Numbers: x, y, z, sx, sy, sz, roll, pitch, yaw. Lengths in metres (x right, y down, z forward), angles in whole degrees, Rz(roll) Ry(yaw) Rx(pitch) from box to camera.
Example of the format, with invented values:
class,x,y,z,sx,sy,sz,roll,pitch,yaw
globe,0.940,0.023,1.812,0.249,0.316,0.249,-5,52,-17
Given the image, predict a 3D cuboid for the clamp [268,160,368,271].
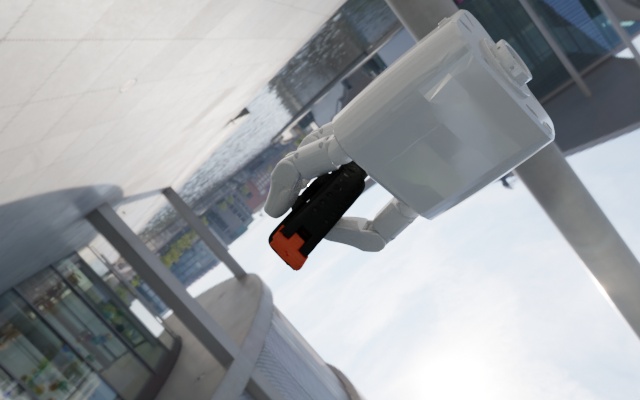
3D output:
class,x,y,z,sx,sy,sz,roll,pitch,yaw
clamp,0.001,0.002,0.414,0.165,0.036,0.210,-42,6,34
